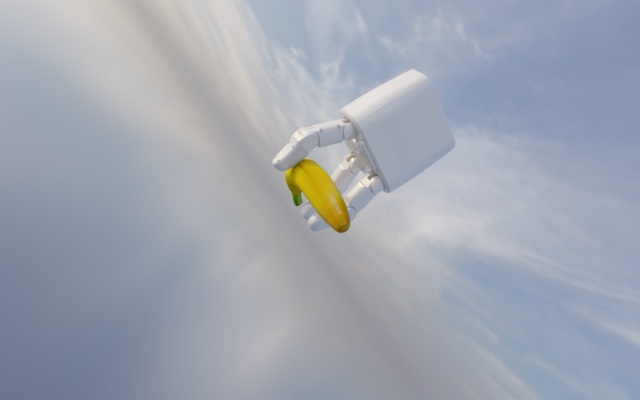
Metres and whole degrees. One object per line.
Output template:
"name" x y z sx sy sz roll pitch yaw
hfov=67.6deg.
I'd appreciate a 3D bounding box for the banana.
"banana" -0.009 -0.015 0.554 0.037 0.070 0.197 -28 15 -9
